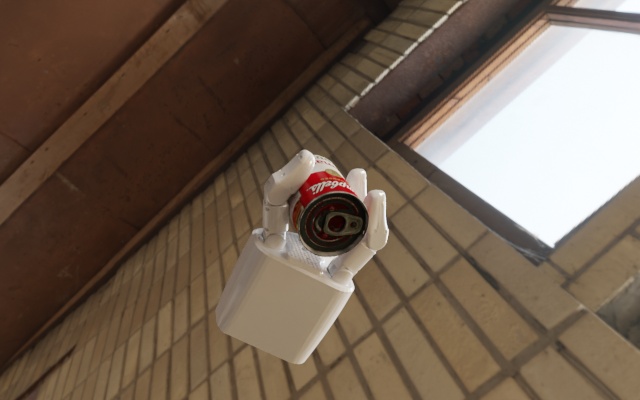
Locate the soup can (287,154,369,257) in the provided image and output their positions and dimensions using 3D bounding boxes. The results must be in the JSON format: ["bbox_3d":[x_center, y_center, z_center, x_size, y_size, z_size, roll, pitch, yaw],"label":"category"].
[{"bbox_3d":[0.000,0.001,0.479,0.068,0.068,0.102,0,25,-16],"label":"soup can"}]
